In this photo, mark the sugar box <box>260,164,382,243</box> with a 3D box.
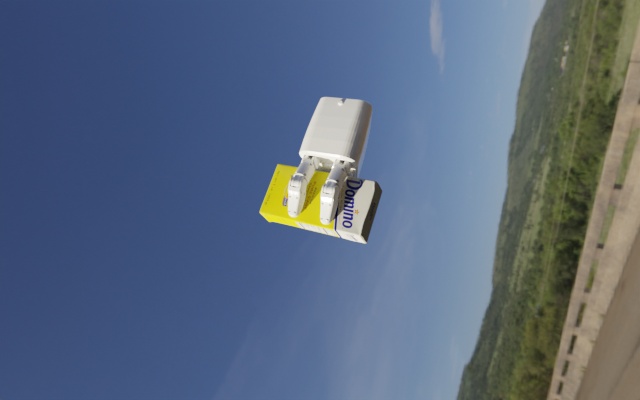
[{"bbox_3d":[0.000,0.002,0.758,0.176,0.093,0.048,10,-19,25],"label":"sugar box"}]
